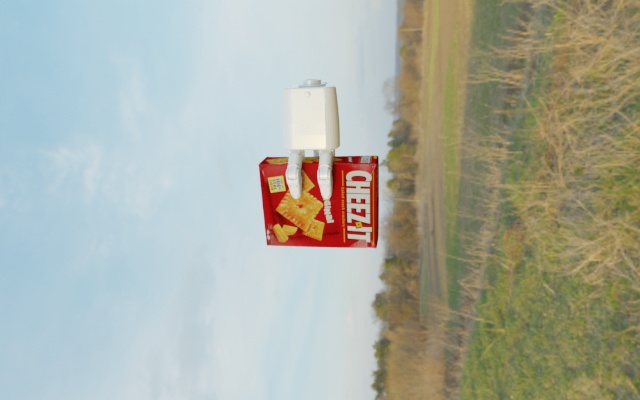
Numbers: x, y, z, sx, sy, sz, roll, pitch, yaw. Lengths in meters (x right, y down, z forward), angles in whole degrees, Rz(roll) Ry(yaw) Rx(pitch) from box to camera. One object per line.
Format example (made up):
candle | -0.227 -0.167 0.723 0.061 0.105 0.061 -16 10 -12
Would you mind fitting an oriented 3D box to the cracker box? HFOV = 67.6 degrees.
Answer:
cracker box | 0.000 0.003 0.887 0.213 0.164 0.072 1 19 9
